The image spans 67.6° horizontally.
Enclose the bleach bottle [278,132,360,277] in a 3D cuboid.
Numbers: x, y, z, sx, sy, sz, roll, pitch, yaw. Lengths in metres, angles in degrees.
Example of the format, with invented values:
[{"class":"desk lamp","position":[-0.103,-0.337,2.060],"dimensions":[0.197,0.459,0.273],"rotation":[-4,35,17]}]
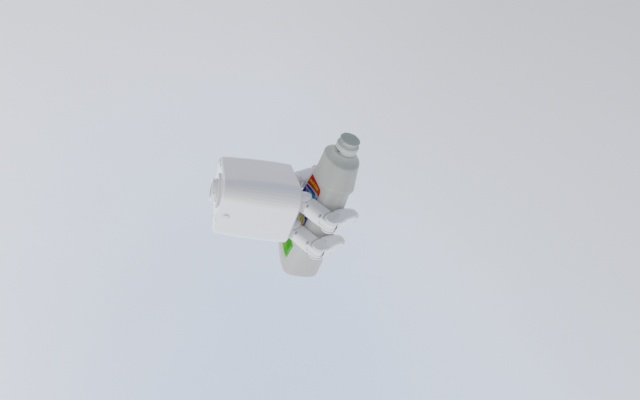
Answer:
[{"class":"bleach bottle","position":[0.000,0.002,0.712],"dimensions":[0.068,0.251,0.102],"rotation":[8,42,-17]}]
